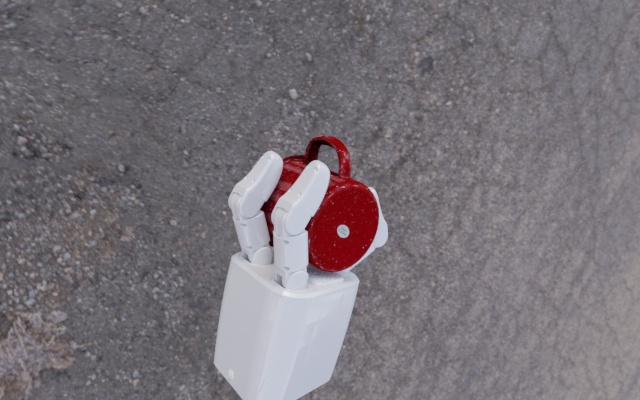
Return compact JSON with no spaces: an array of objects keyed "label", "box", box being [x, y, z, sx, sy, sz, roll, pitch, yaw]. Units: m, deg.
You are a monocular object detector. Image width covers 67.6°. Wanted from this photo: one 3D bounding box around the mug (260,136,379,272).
[{"label":"mug","box":[0.001,0.000,0.423,0.093,0.117,0.081,4,14,-40]}]
